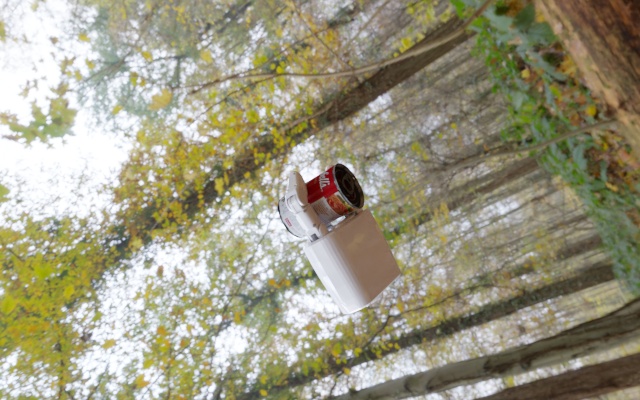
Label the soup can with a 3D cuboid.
[{"bbox_3d":[0.000,0.002,0.658,0.102,0.068,0.068,-29,-14,27],"label":"soup can"}]
